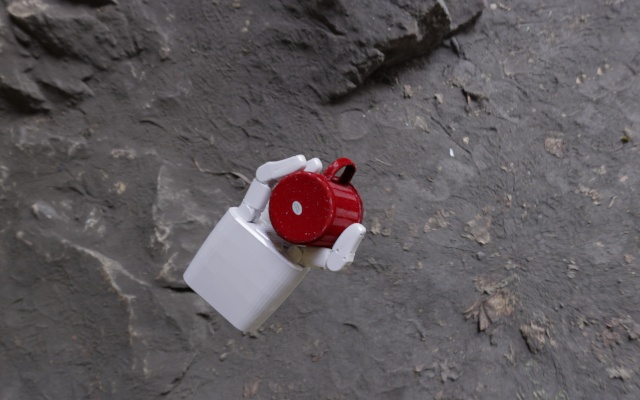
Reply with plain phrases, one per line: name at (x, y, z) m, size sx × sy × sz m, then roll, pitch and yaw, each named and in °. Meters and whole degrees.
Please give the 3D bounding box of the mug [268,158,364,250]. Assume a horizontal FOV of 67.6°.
mug at (0.001, 0.001, 0.545) m, size 0.093 × 0.117 × 0.081 m, roll 41°, pitch 11°, yaw 21°
